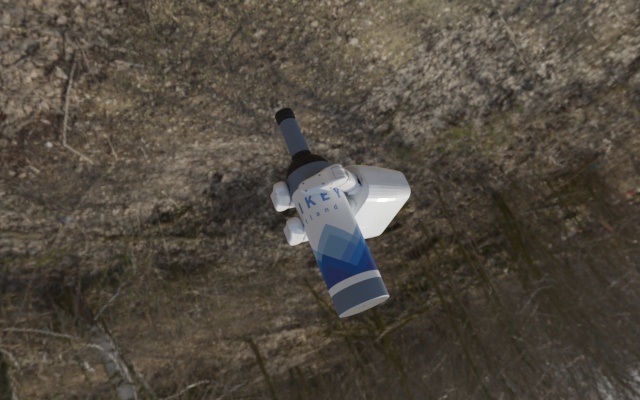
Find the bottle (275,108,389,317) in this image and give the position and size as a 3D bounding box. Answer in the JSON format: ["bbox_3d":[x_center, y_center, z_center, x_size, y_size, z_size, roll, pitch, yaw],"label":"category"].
[{"bbox_3d":[0.000,0.002,0.630,0.069,0.295,0.069,-20,-21,-8],"label":"bottle"}]
